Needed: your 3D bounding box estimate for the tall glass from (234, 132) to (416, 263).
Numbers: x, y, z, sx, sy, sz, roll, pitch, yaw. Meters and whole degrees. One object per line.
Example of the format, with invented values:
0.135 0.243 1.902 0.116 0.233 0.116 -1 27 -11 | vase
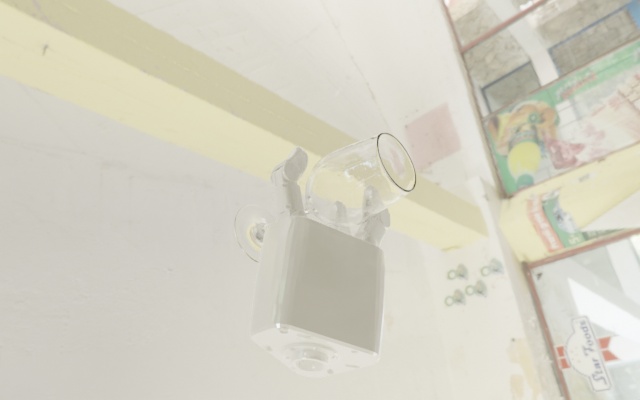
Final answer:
0.000 0.002 0.503 0.201 0.079 0.079 -28 -17 35 | tall glass
